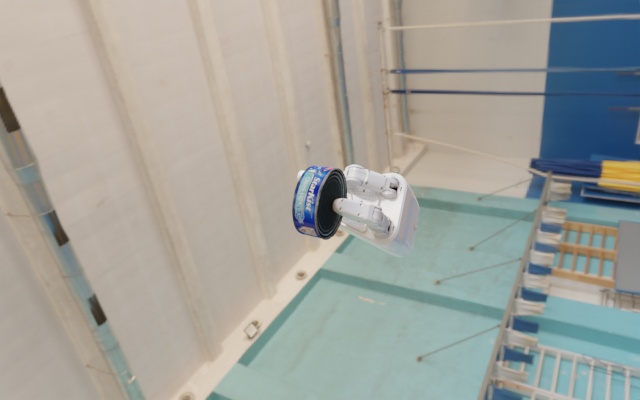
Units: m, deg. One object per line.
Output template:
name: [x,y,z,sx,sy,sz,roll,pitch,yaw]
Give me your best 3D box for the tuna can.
tuna can: [0.000,0.002,0.569,0.034,0.086,0.086,11,4,24]
